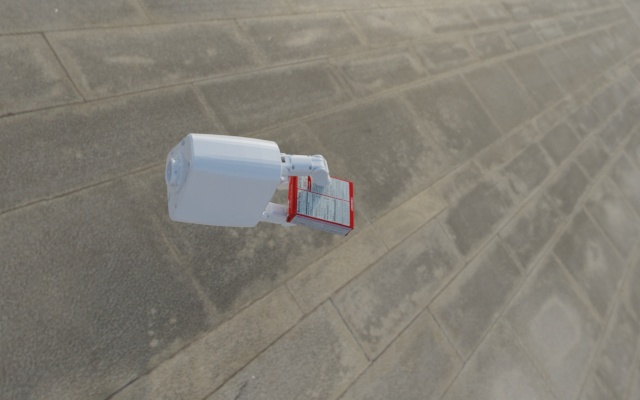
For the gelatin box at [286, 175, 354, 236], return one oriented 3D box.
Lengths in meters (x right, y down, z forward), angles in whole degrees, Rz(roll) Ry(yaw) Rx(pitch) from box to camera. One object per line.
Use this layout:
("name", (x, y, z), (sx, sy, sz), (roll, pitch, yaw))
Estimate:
("gelatin box", (0.001, 0.002, 0.637), (0.089, 0.073, 0.030), (14, -34, -21))
